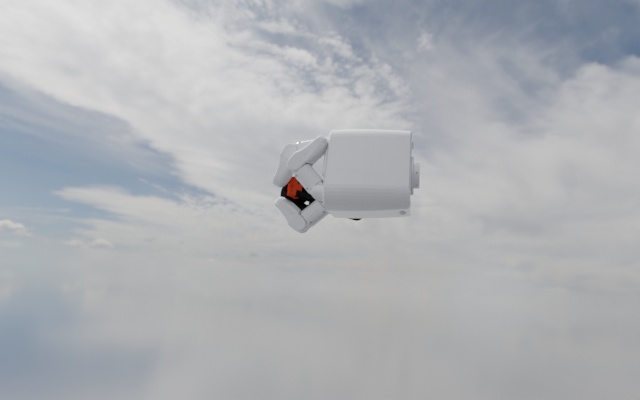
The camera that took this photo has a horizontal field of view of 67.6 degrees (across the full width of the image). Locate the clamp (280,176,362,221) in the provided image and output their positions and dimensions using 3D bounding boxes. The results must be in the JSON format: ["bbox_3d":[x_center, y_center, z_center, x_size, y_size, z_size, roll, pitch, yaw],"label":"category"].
[{"bbox_3d":[0.000,0.002,0.714,0.120,0.039,0.171,-1,-11,11],"label":"clamp"}]
